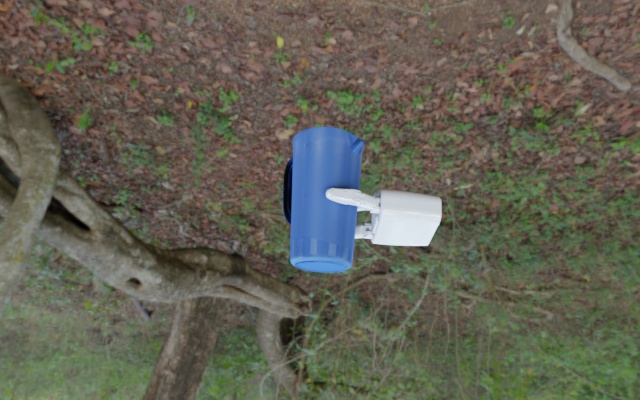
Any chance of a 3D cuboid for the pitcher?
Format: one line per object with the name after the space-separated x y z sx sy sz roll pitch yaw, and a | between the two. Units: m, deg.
0.000 0.003 0.864 0.145 0.242 0.149 5 -19 -3 | pitcher
